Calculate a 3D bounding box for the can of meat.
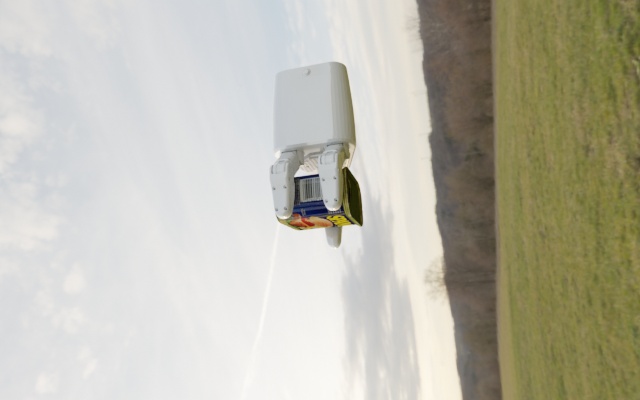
[{"bbox_3d":[0.000,0.002,0.560,0.084,0.057,0.102,-7,-13,13],"label":"can of meat"}]
